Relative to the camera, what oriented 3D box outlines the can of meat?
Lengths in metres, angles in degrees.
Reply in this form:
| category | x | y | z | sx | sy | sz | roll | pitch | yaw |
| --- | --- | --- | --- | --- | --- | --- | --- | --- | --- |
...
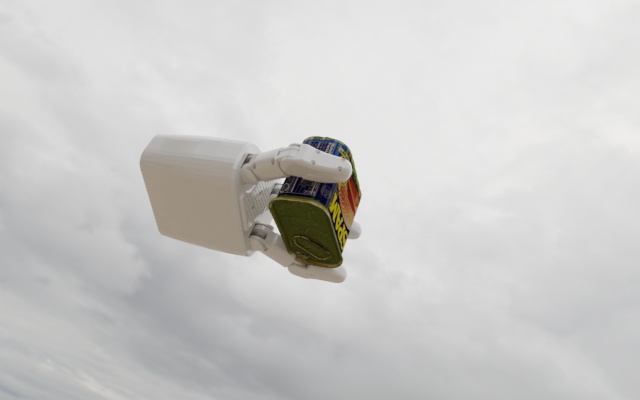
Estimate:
| category | x | y | z | sx | sy | sz | roll | pitch | yaw |
| --- | --- | --- | --- | --- | --- | --- | --- | --- | --- |
| can of meat | 0.000 | 0.001 | 0.459 | 0.057 | 0.084 | 0.102 | 6 | -38 | 20 |
